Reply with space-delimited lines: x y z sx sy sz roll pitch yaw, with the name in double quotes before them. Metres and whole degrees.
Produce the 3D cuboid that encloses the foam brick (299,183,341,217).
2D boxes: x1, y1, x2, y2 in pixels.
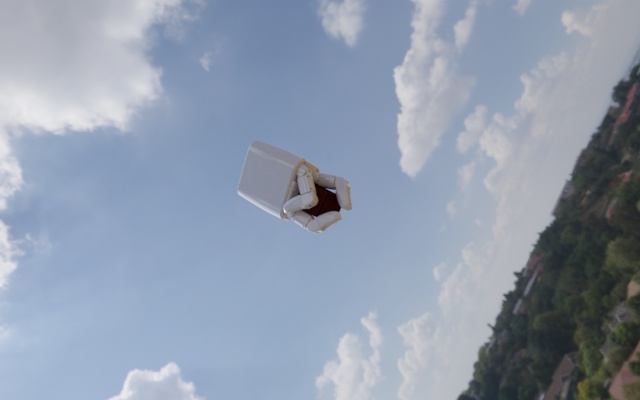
"foam brick" 0.000 0.003 0.843 0.051 0.053 0.078 25 0 25
